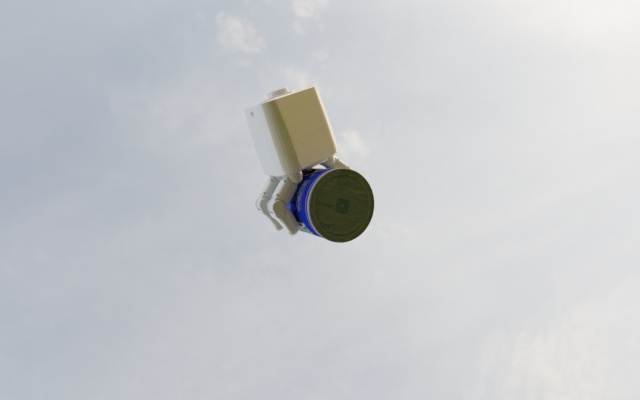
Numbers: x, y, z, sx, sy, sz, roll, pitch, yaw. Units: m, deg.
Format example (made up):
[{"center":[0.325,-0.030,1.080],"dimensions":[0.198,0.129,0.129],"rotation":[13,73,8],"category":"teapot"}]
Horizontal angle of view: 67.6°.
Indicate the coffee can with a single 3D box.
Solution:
[{"center":[0.000,0.002,0.711],"dimensions":[0.103,0.103,0.140],"rotation":[0,4,-26],"category":"coffee can"}]
